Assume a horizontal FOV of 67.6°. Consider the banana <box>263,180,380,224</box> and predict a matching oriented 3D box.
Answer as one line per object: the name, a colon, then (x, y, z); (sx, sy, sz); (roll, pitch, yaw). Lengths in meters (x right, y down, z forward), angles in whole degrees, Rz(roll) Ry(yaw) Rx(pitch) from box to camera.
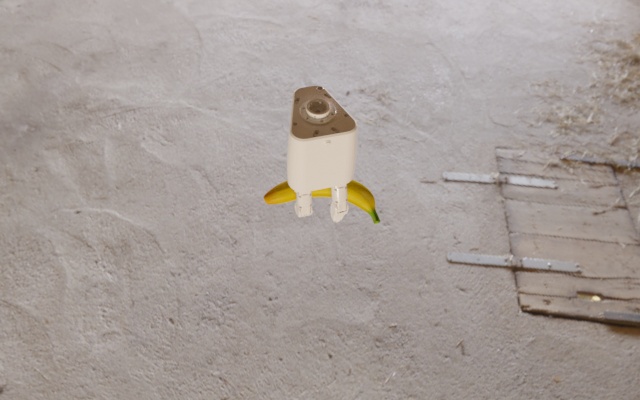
banana: (0.007, -0.012, 0.800); (0.198, 0.069, 0.037); (9, -33, 3)
